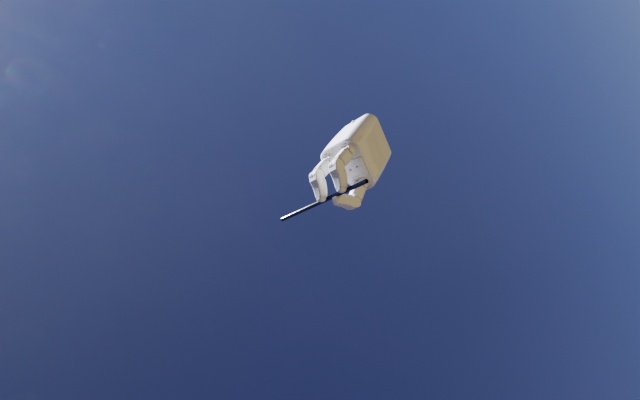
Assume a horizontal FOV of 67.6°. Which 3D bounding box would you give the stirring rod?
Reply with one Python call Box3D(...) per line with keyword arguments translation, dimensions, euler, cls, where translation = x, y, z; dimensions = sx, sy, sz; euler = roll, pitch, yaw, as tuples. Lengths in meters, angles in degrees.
Box3D(translation=(0.000, 0.003, 0.885), dimensions=(0.011, 0.011, 0.239), euler=(0, -17, -42), cls="stirring rod")
